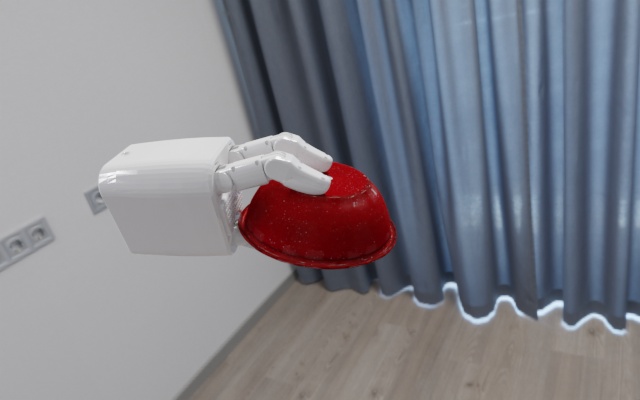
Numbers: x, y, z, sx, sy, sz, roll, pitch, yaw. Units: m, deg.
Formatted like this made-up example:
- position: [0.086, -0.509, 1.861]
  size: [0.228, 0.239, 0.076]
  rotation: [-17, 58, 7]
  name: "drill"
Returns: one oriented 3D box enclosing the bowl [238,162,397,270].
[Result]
- position: [0.001, 0.001, 0.476]
  size: [0.162, 0.055, 0.162]
  rotation: [5, 26, -3]
  name: "bowl"
